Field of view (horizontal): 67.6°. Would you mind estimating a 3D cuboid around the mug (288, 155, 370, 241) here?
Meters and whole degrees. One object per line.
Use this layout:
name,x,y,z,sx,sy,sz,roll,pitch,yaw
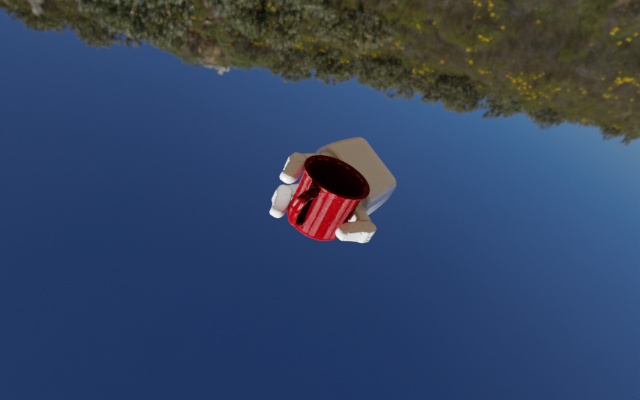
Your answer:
mug,-0.001,0.003,0.626,0.093,0.081,0.117,39,33,18
